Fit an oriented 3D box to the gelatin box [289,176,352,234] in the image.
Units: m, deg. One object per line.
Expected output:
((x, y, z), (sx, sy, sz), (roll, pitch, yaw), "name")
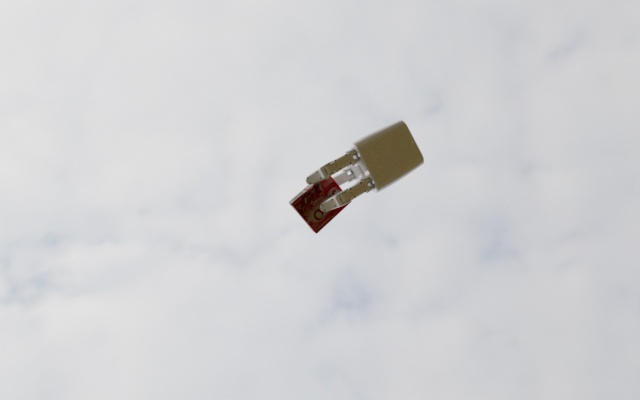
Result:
((0.000, 0.003, 0.858), (0.089, 0.073, 0.030), (-41, 15, -7), "gelatin box")
